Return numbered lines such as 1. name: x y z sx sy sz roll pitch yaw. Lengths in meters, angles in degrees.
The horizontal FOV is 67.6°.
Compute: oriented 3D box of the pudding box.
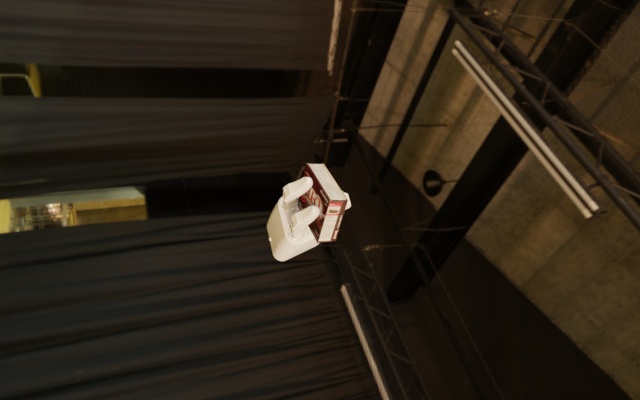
1. pudding box: 0.000 0.003 0.814 0.039 0.090 0.113 -4 38 -26
